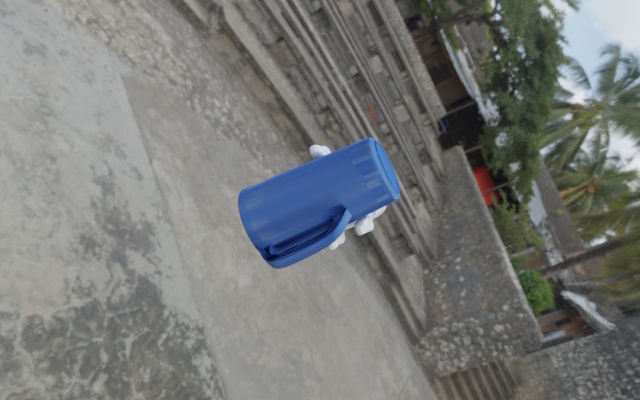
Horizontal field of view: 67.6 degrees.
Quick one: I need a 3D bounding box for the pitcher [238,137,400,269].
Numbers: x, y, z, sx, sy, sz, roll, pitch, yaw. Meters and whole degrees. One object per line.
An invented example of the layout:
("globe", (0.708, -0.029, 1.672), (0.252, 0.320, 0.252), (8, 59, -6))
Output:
("pitcher", (0.000, 0.002, 0.768), (0.243, 0.149, 0.145), (-24, -5, 17))
